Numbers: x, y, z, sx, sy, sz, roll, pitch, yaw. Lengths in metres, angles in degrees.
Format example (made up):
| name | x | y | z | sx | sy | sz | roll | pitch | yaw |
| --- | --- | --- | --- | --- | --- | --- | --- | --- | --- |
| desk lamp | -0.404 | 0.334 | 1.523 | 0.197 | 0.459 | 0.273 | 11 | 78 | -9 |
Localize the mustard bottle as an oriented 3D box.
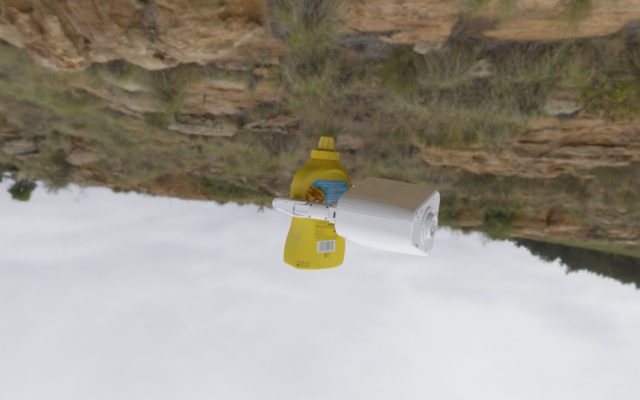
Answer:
| name | x | y | z | sx | sy | sz | roll | pitch | yaw |
| --- | --- | --- | --- | --- | --- | --- | --- | --- | --- |
| mustard bottle | 0.000 | 0.002 | 0.699 | 0.096 | 0.191 | 0.058 | 1 | 9 | -36 |
